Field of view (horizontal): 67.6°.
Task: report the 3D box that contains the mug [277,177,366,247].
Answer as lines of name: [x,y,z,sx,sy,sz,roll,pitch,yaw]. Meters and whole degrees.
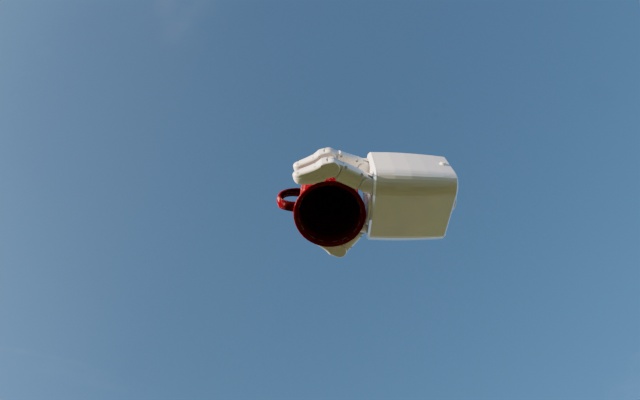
mug: [-0.001,0.002,0.644,0.117,0.093,0.081,3,24,-1]
